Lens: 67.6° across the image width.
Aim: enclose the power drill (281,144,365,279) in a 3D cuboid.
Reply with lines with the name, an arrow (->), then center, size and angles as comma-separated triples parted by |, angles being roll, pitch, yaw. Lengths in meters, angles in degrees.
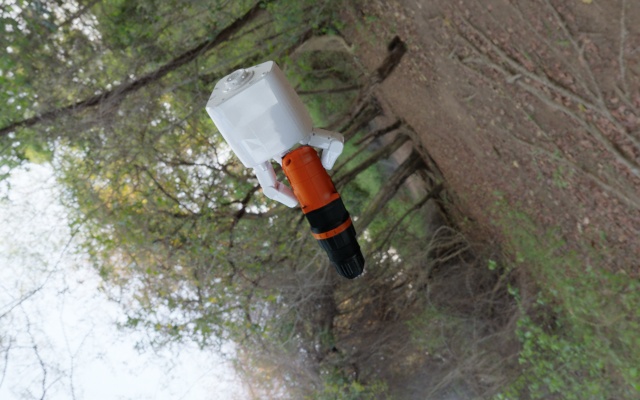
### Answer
power drill -> 0.000, 0.002, 0.664 | 0.057, 0.184, 0.187 | -24, 17, -3
